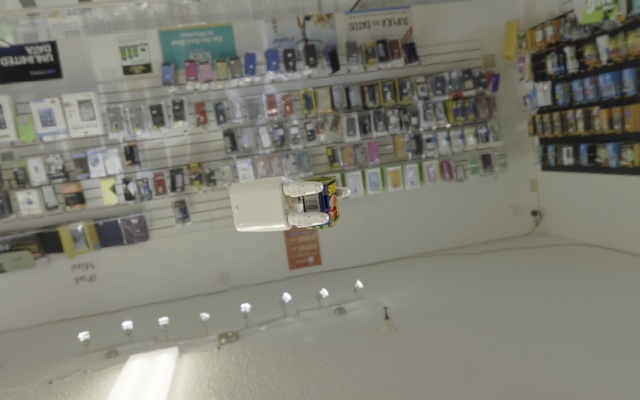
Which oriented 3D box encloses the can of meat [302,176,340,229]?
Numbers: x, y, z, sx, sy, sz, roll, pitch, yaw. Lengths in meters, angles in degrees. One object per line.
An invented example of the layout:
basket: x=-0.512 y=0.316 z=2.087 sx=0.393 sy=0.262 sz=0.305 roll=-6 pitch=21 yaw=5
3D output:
can of meat: x=0.000 y=0.003 z=0.877 sx=0.057 sy=0.084 sz=0.102 roll=-6 pitch=7 yaw=13
